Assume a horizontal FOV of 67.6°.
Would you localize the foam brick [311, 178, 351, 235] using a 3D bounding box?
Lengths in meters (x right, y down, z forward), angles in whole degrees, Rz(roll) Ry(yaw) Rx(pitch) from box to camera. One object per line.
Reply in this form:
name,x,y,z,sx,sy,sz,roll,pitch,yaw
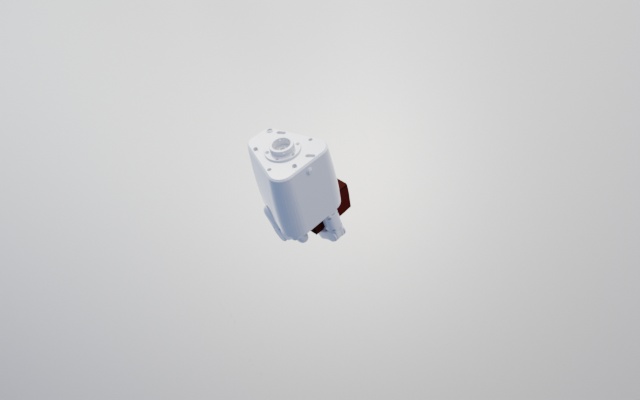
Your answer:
foam brick,0.000,0.002,0.723,0.078,0.051,0.053,-39,50,-24
